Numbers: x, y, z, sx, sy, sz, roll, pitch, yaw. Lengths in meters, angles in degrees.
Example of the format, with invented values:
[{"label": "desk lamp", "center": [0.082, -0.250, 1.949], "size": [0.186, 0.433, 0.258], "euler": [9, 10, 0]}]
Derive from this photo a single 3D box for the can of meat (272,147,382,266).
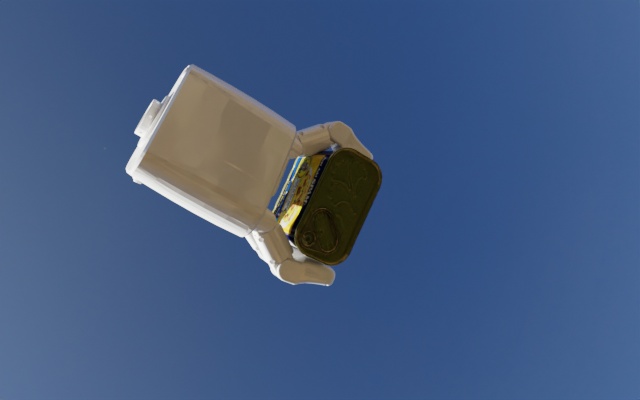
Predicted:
[{"label": "can of meat", "center": [0.000, 0.001, 0.451], "size": [0.057, 0.102, 0.084], "euler": [27, -5, -25]}]
